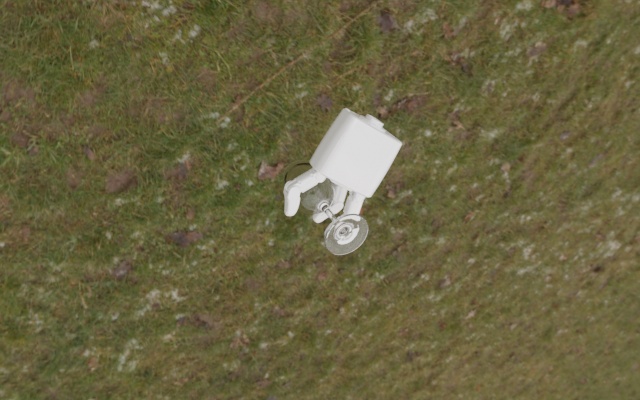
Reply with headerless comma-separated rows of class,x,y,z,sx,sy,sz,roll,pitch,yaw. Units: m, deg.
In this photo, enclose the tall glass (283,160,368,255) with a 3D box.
tall glass,0.000,0.003,0.799,0.079,0.079,0.201,0,30,-28
